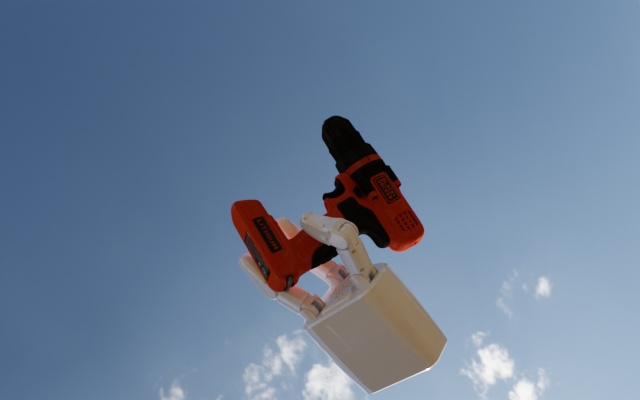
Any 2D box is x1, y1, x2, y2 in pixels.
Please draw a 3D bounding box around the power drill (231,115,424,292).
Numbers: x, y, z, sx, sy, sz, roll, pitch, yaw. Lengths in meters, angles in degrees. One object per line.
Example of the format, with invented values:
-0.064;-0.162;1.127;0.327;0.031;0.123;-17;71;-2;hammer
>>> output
0.000;0.002;0.532;0.187;0.184;0.057;-26;-20;-20;power drill
